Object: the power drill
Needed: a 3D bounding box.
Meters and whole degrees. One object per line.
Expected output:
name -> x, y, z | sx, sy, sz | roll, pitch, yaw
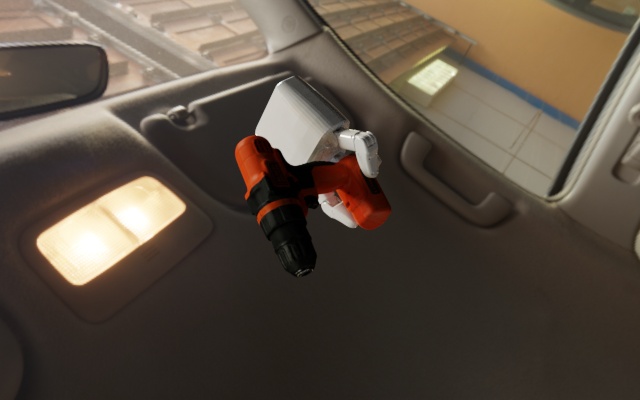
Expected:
power drill -> 0.000, 0.002, 0.590 | 0.187, 0.184, 0.057 | 0, -33, -42
